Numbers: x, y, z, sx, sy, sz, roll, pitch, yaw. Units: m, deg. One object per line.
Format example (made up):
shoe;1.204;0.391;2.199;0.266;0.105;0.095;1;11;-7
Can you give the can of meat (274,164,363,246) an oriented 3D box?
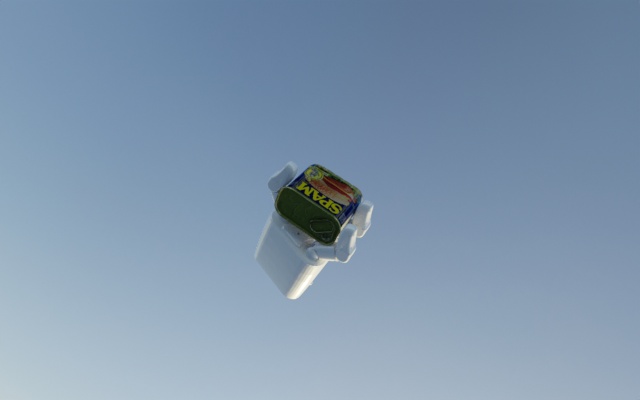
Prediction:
can of meat;0.000;0.002;0.686;0.102;0.057;0.084;34;43;9
